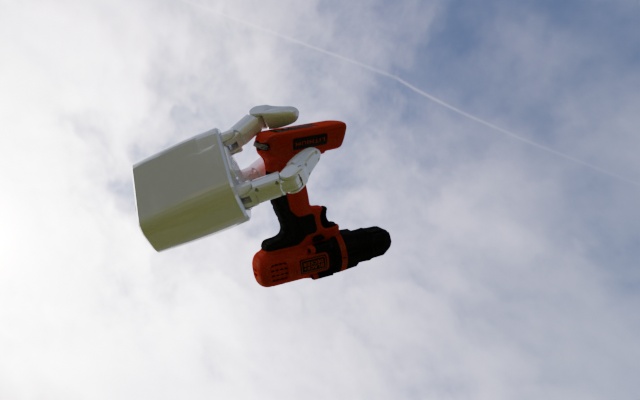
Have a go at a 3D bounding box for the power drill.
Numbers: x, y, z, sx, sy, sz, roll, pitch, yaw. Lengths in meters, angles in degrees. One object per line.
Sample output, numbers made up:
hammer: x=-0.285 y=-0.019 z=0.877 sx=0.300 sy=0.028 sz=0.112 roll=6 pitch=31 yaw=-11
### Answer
power drill: x=0.000 y=0.001 z=0.574 sx=0.184 sy=0.188 sz=0.057 roll=-12 pitch=15 yaw=-23
